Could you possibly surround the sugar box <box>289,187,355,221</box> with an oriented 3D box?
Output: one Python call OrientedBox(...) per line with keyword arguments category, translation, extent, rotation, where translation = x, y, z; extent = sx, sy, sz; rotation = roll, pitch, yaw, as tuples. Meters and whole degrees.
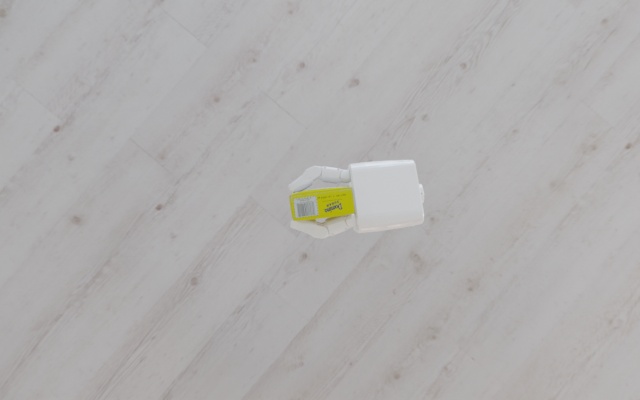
OrientedBox(category="sugar box", translation=(0.000, 0.003, 0.772), extent=(0.093, 0.048, 0.176), rotation=(-6, 0, -1))
